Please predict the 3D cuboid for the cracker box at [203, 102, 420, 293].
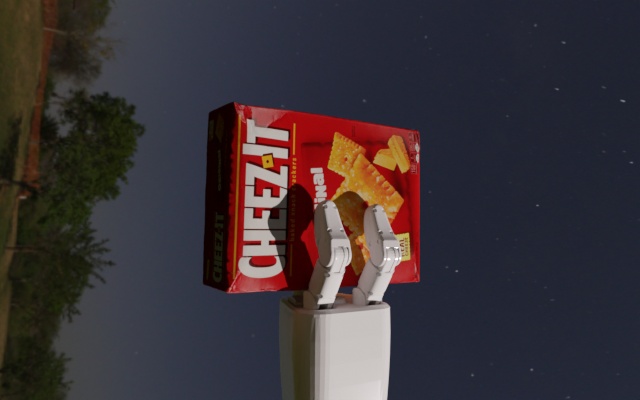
[{"bbox_3d":[0.000,0.002,0.472,0.214,0.164,0.072,3,-3,-31],"label":"cracker box"}]
